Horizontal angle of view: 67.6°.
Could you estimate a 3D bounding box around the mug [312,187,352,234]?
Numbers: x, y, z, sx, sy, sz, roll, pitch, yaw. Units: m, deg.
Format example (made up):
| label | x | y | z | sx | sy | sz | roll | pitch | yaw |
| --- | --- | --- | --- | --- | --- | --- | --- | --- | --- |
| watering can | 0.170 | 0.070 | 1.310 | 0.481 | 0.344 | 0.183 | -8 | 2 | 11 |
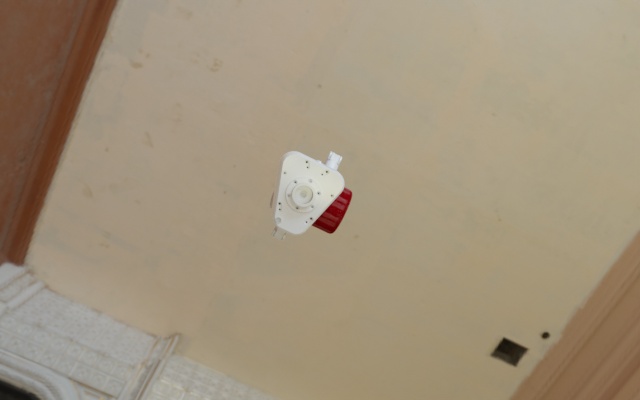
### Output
| label | x | y | z | sx | sy | sz | roll | pitch | yaw |
| --- | --- | --- | --- | --- | --- | --- | --- | --- | --- |
| mug | 0.000 | 0.003 | 0.810 | 0.081 | 0.093 | 0.117 | 26 | 4 | -5 |
